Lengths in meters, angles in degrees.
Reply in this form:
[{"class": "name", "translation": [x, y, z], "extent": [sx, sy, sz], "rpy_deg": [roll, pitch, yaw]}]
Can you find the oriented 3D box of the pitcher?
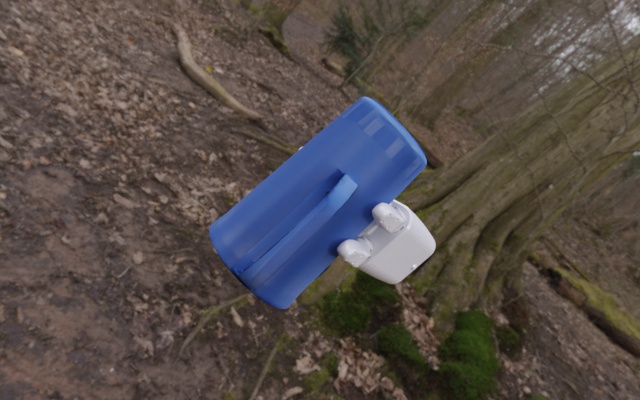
[{"class": "pitcher", "translation": [0.000, 0.002, 0.543], "extent": [0.145, 0.243, 0.149], "rpy_deg": [38, 11, -49]}]
